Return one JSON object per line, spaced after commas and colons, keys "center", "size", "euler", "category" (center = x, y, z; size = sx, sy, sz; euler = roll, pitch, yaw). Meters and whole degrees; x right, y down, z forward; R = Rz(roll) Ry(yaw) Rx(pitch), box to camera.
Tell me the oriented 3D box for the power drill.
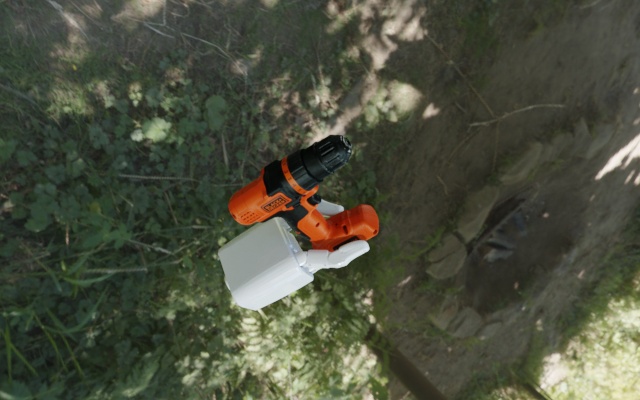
{"center": [0.000, 0.002, 0.645], "size": [0.184, 0.057, 0.188], "euler": [-29, -43, 25], "category": "power drill"}
